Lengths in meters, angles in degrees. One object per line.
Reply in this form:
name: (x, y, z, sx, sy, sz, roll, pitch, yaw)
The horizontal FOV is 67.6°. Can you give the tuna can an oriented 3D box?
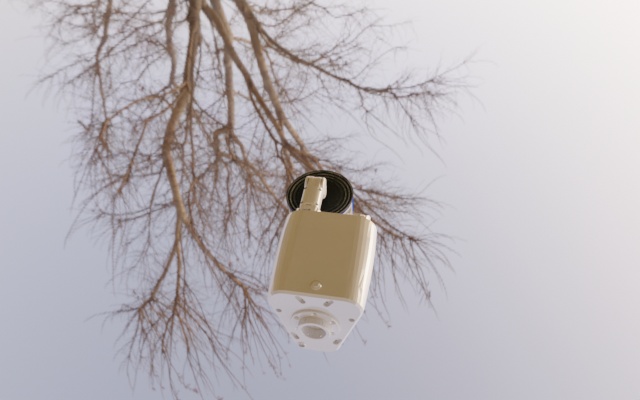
tuna can: (0.000, 0.002, 0.616, 0.086, 0.086, 0.034, 0, -43, 6)
